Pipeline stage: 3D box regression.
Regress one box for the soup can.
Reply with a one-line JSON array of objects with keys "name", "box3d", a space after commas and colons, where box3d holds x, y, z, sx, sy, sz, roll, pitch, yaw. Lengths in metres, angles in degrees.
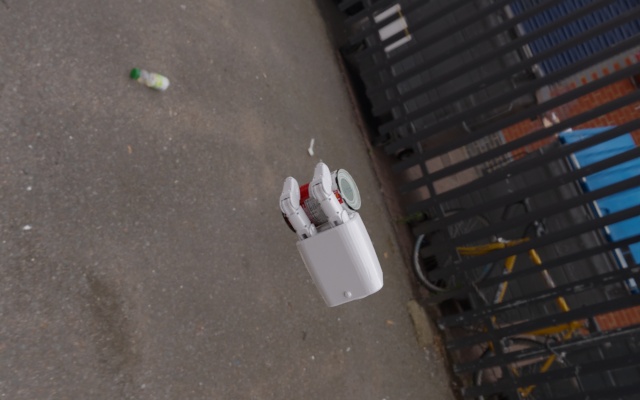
[{"name": "soup can", "box3d": [0.000, 0.002, 0.714, 0.102, 0.068, 0.068, -24, -11, 25]}]
